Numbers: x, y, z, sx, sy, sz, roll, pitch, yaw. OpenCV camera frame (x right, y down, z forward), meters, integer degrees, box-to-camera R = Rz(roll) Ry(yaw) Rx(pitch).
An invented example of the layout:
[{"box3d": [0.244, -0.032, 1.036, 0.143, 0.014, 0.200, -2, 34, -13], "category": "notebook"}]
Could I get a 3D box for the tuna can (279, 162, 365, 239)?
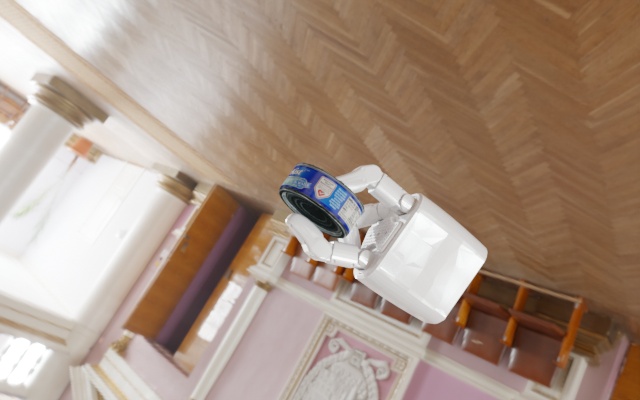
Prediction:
[{"box3d": [0.000, 0.002, 0.487, 0.086, 0.033, 0.086, 32, -17, 11], "category": "tuna can"}]
